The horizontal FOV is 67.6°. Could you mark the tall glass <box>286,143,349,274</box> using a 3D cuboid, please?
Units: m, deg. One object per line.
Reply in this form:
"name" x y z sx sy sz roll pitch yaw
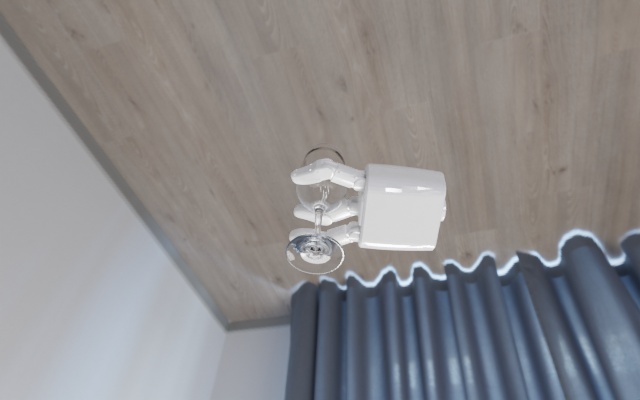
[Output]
"tall glass" 0.000 0.003 0.668 0.079 0.079 0.200 0 42 5
